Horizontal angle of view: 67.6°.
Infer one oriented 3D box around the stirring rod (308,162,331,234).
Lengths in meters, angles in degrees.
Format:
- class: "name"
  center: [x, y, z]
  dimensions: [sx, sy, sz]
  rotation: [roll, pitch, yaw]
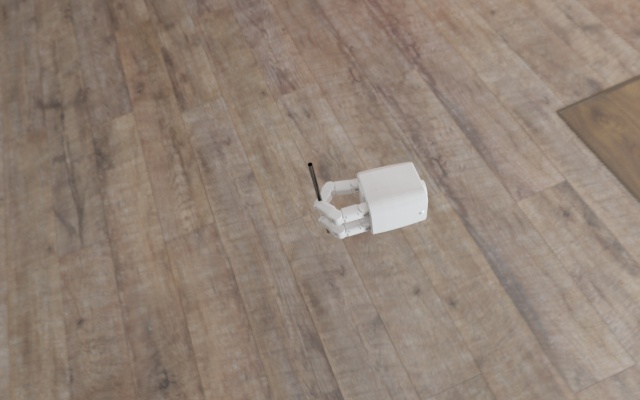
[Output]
- class: "stirring rod"
  center: [0.000, 0.003, 0.866]
  dimensions: [0.011, 0.011, 0.240]
  rotation: [0, -30, 9]
